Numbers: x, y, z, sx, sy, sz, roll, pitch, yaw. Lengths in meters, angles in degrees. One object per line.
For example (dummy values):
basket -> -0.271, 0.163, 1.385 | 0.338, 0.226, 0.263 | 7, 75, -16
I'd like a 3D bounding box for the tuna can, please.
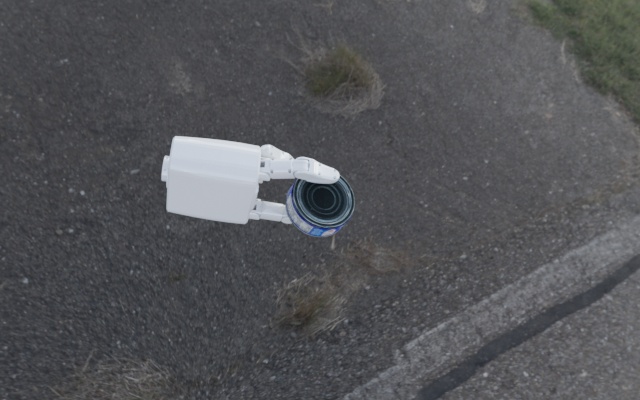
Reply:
tuna can -> 0.000, 0.002, 0.614 | 0.086, 0.086, 0.034 | 0, -23, -20
